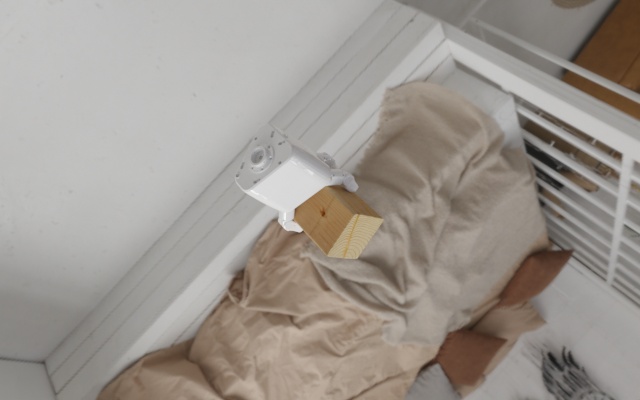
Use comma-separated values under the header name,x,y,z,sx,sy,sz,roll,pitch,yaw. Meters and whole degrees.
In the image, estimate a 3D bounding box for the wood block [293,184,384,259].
name,x,y,z,sx,sy,sz,roll,pitch,yaw
wood block,0.000,0.003,0.855,0.090,0.091,0.206,12,27,-50
